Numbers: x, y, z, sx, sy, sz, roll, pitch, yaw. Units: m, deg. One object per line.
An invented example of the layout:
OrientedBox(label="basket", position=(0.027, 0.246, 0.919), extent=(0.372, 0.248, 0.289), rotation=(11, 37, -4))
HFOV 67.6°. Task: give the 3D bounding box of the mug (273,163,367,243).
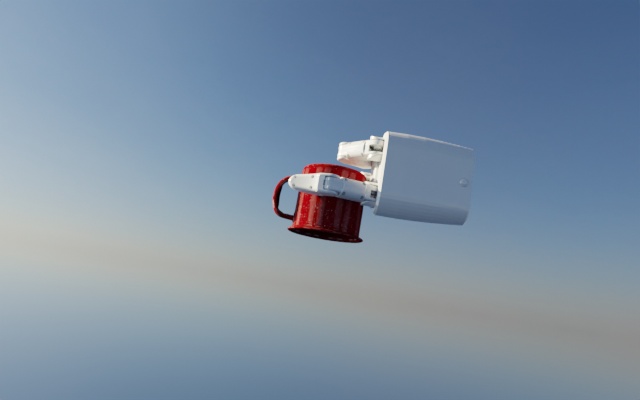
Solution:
OrientedBox(label="mug", position=(-0.001, 0.001, 0.586), extent=(0.117, 0.081, 0.093), rotation=(10, -10, -1))
